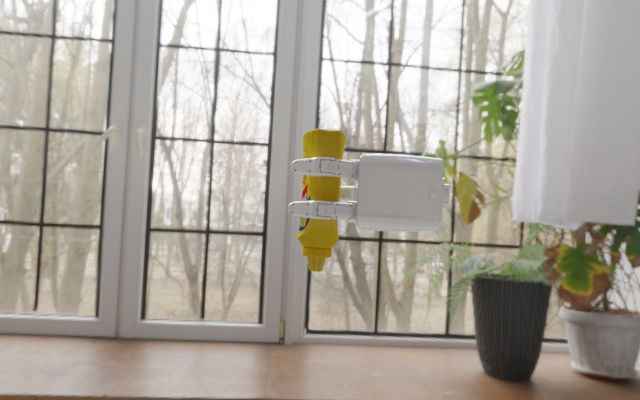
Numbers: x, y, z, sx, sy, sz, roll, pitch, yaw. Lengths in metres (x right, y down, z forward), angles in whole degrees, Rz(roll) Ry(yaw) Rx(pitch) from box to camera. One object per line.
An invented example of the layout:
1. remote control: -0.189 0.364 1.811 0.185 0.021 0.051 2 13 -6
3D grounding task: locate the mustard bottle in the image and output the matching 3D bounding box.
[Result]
1. mustard bottle: 0.000 0.002 0.663 0.058 0.191 0.096 3 -1 -11
